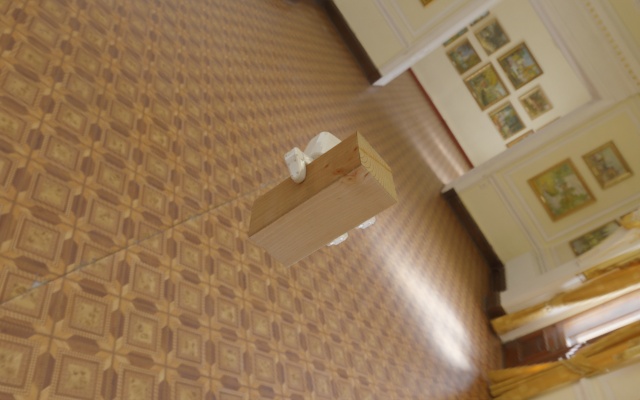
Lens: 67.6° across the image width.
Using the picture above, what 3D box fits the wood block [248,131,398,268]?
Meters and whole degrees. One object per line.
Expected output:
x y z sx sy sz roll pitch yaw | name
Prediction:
0.000 0.002 0.716 0.206 0.090 0.091 -33 -58 23 | wood block
